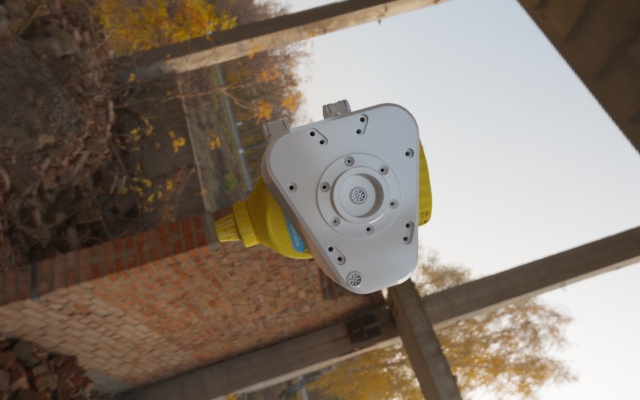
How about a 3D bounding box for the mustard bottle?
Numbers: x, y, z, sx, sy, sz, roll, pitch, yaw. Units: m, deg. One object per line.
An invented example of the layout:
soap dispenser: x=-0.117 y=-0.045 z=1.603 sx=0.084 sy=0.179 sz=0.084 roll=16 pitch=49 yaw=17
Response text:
mustard bottle: x=0.000 y=0.001 z=0.428 sx=0.191 sy=0.096 sz=0.058 roll=-17 pitch=26 yaw=-5
